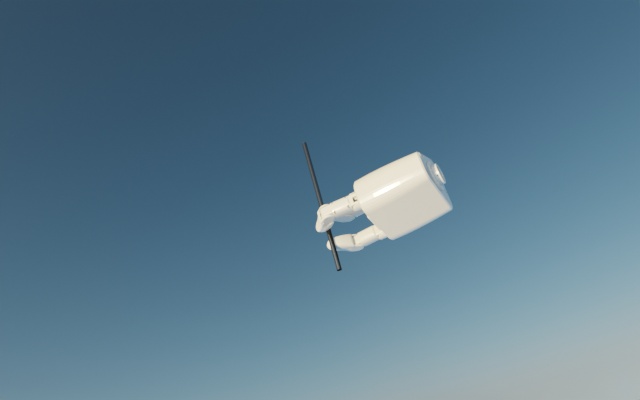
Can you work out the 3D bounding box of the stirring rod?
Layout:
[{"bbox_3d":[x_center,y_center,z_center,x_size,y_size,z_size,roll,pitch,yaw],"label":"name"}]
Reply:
[{"bbox_3d":[0.000,0.002,0.773,0.011,0.239,0.011,-12,-29,-7],"label":"stirring rod"}]
